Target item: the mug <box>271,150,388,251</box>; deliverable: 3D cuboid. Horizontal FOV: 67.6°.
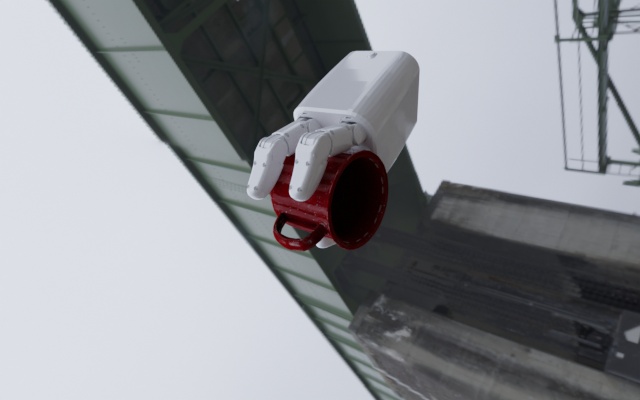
[{"bbox_3d":[-0.001,0.003,0.457,0.081,0.117,0.093,14,-35,39],"label":"mug"}]
